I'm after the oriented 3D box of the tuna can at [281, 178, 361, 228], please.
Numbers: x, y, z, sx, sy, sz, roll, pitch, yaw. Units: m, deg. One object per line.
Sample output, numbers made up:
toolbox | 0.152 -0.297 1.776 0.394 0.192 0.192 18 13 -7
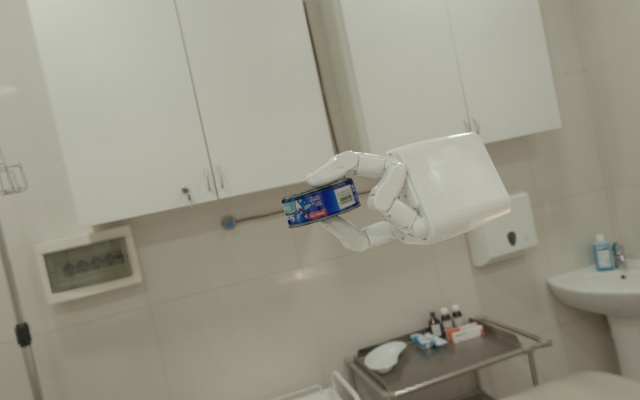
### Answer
tuna can | 0.000 0.001 0.538 0.086 0.034 0.086 -17 4 1
